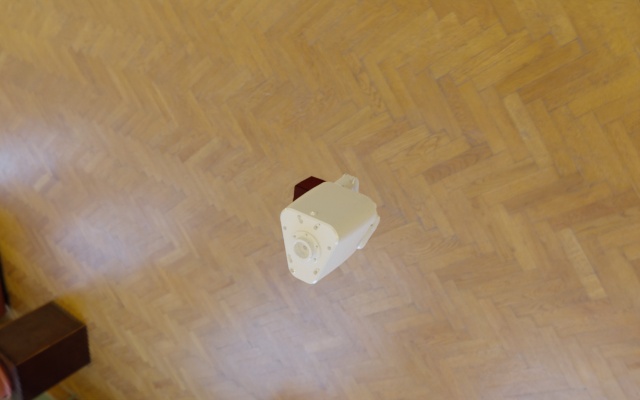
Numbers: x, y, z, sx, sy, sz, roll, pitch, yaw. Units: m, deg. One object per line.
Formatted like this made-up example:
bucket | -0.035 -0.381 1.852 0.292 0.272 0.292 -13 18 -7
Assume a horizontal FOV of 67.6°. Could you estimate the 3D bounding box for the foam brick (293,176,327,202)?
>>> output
foam brick | 0.000 0.002 0.763 0.078 0.053 0.051 22 32 25
